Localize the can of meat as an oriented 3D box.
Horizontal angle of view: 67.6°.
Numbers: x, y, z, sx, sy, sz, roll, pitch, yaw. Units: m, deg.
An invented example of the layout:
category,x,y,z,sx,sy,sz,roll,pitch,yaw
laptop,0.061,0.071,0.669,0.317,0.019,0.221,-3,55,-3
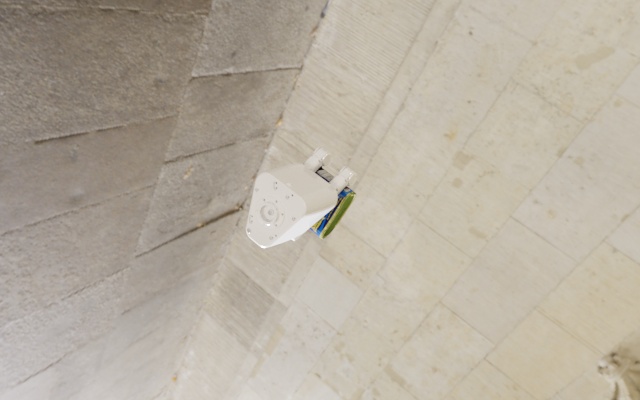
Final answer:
category,x,y,z,sx,sy,sz,roll,pitch,yaw
can of meat,0.000,0.003,0.819,0.084,0.102,0.057,38,21,15
